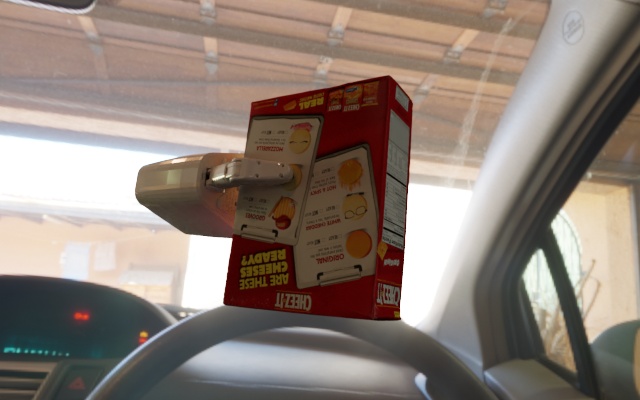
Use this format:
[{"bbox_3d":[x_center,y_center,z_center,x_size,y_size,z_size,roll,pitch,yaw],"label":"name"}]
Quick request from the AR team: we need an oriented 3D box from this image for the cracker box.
[{"bbox_3d":[0.000,0.001,0.465,0.164,0.213,0.072,-3,-15,33],"label":"cracker box"}]
